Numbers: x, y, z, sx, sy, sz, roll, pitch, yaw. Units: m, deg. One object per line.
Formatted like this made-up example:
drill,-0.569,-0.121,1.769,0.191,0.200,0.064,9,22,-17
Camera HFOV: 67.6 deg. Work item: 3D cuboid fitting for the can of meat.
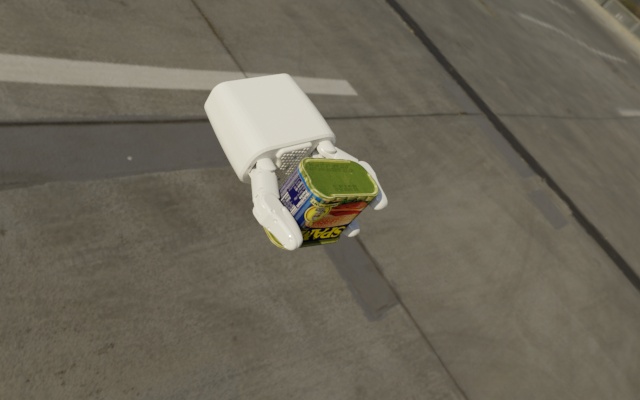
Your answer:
can of meat,0.000,0.002,0.503,0.102,0.057,0.084,-3,-37,-44
